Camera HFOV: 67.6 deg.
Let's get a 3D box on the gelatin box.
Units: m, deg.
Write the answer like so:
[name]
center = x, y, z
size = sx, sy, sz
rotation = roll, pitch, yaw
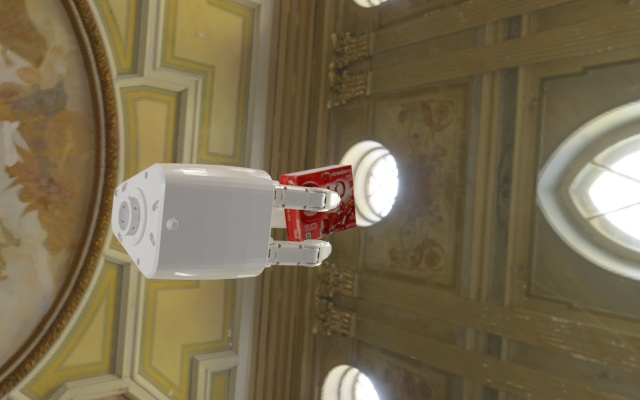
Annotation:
[gelatin box]
center = 0.000, 0.002, 0.529
size = 0.089, 0.073, 0.030
rotation = -14, 12, -43
